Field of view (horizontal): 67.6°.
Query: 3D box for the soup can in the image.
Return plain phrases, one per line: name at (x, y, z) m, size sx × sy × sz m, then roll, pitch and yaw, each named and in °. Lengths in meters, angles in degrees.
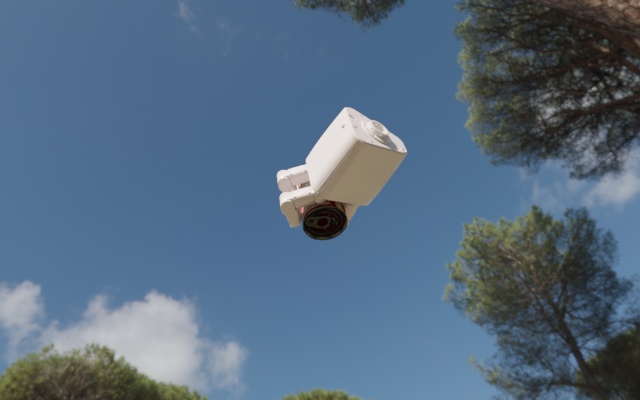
soup can at (0.000, 0.003, 0.744) m, size 0.068 × 0.069 × 0.102 m, roll 0°, pitch 40°, yaw -10°
